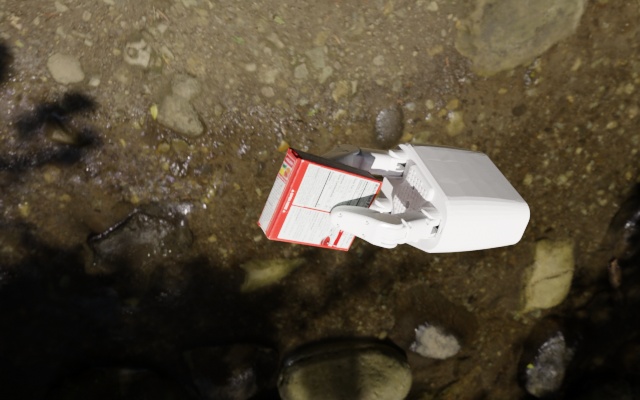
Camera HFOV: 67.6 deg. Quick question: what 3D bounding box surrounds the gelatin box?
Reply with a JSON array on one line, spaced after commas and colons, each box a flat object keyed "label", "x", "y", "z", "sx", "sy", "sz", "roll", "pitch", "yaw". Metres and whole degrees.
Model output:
[{"label": "gelatin box", "x": 0.000, "y": 0.002, "z": 0.412, "sx": 0.089, "sy": 0.073, "sz": 0.030, "roll": 12, "pitch": 21, "yaw": -35}]
